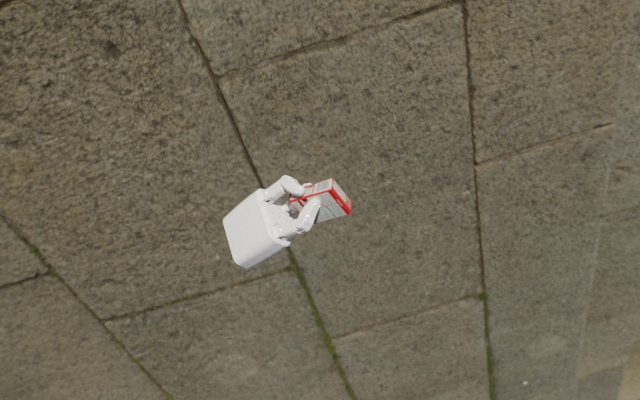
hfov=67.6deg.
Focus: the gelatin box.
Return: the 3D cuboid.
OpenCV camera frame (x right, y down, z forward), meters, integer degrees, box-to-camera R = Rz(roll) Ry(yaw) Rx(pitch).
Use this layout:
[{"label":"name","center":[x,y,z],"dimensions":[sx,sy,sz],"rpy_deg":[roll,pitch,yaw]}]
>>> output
[{"label":"gelatin box","center":[0.000,0.003,0.840],"dimensions":[0.089,0.030,0.073],"rpy_deg":[-16,-45,27]}]
